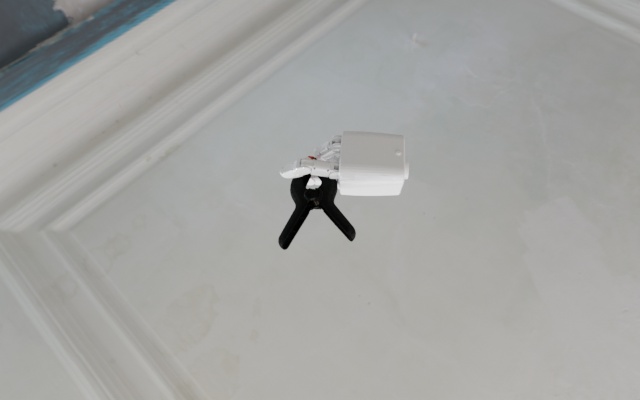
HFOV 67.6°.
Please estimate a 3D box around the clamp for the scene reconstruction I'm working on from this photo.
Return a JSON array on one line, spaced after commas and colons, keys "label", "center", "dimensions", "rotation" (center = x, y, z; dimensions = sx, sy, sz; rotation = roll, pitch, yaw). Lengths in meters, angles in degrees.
[{"label": "clamp", "center": [0.000, 0.003, 0.775], "dimensions": [0.120, 0.171, 0.039], "rotation": [3, -29, 5]}]
